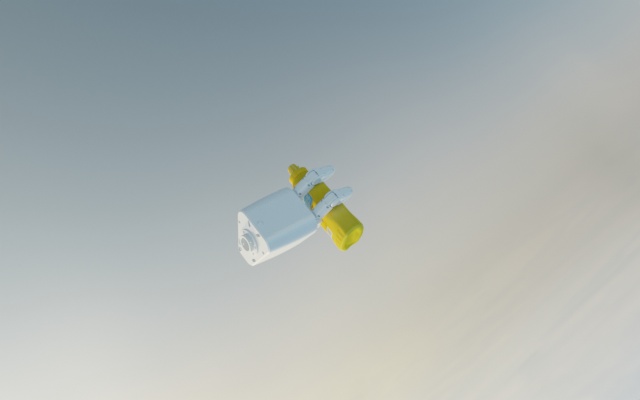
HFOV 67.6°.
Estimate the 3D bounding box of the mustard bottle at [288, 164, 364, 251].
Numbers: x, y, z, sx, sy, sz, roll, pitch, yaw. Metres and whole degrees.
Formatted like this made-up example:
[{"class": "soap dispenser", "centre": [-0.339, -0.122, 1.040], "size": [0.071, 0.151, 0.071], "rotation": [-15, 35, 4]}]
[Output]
[{"class": "mustard bottle", "centre": [0.001, 0.003, 0.899], "size": [0.058, 0.191, 0.096], "rotation": [-36, -21, -13]}]
